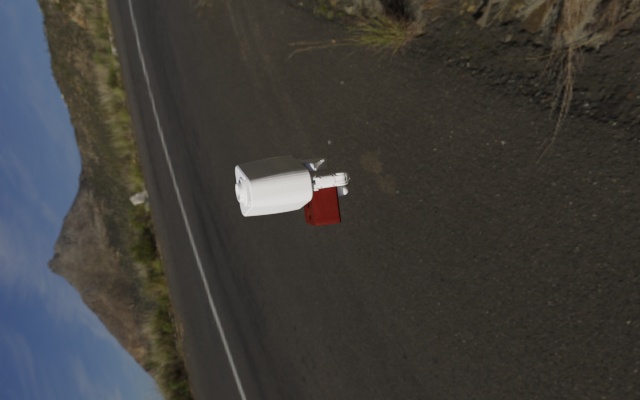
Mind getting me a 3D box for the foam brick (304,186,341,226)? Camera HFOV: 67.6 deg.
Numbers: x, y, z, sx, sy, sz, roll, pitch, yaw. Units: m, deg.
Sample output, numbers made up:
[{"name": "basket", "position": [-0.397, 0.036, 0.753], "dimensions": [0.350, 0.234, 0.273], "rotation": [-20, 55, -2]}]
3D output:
[{"name": "foam brick", "position": [0.000, 0.003, 0.856], "dimensions": [0.051, 0.078, 0.053], "rotation": [-10, 8, -21]}]
